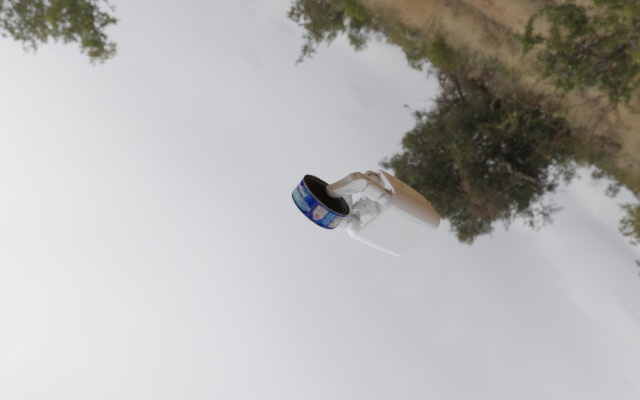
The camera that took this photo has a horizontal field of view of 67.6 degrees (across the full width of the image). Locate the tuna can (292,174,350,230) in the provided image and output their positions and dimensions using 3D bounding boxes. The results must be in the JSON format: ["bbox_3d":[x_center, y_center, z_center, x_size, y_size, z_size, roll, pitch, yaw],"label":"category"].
[{"bbox_3d":[0.000,0.003,0.701,0.086,0.034,0.086,35,20,-15],"label":"tuna can"}]
